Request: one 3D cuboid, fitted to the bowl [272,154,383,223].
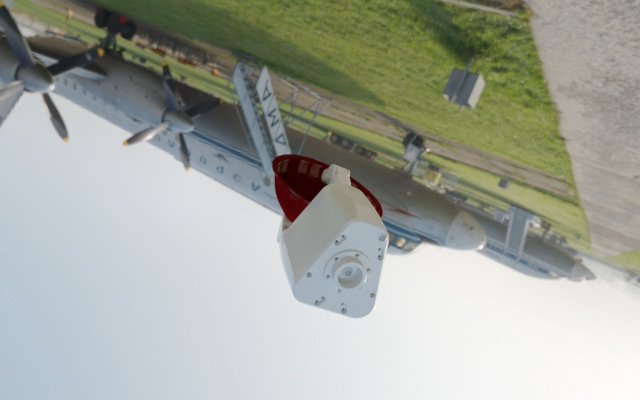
[{"bbox_3d":[0.000,0.002,0.641,0.162,0.055,0.162,23,23,-11],"label":"bowl"}]
